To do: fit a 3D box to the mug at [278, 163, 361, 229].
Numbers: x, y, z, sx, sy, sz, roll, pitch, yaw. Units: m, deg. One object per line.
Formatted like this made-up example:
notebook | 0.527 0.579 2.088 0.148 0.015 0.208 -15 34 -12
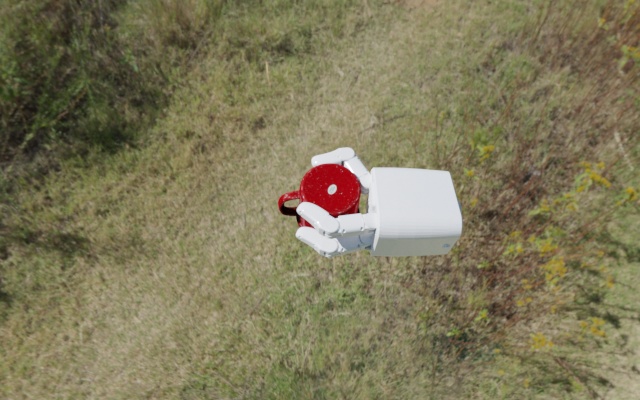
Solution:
mug | -0.001 0.002 0.656 0.117 0.093 0.081 0 -28 -2
